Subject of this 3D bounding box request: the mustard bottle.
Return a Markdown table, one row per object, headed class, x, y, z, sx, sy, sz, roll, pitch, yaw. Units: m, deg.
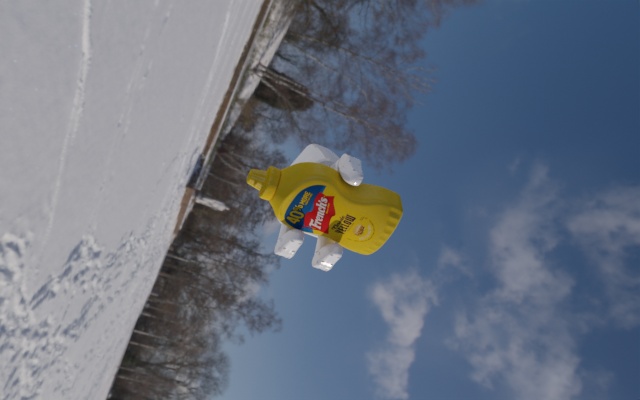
| class | x | y | z | sx | sy | sz | roll | pitch | yaw |
| --- | --- | --- | --- | --- | --- | --- | --- | --- | --- |
| mustard bottle | 0.000 | 0.002 | 0.599 | 0.191 | 0.058 | 0.096 | 21 | -51 | -17 |
